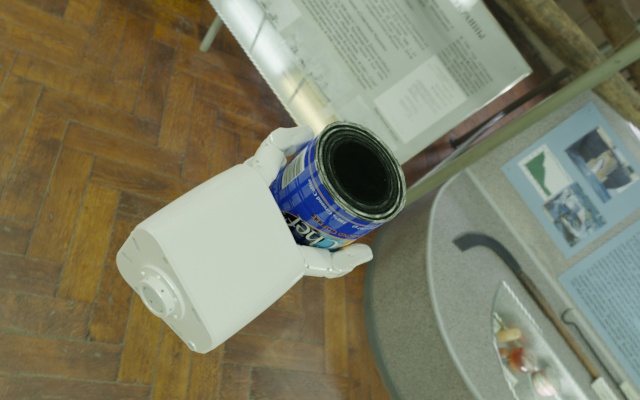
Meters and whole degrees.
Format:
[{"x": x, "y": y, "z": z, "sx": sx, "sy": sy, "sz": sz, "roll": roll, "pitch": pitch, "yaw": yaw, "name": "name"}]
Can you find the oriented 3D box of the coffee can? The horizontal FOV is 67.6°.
[{"x": 0.000, "y": 0.002, "z": 0.475, "sx": 0.103, "sy": 0.102, "sz": 0.140, "roll": 0, "pitch": -25, "yaw": -37, "name": "coffee can"}]
